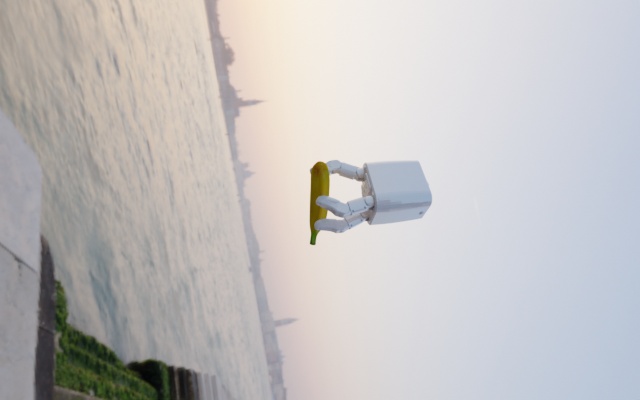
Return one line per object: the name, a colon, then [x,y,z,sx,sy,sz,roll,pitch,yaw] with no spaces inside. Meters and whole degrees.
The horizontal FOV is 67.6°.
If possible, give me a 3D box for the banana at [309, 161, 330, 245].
banana: [-0.001,-0.007,0.886,0.037,0.198,0.069,0,41,-4]
